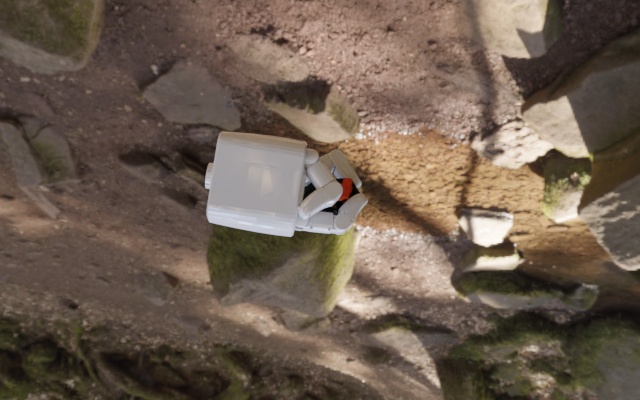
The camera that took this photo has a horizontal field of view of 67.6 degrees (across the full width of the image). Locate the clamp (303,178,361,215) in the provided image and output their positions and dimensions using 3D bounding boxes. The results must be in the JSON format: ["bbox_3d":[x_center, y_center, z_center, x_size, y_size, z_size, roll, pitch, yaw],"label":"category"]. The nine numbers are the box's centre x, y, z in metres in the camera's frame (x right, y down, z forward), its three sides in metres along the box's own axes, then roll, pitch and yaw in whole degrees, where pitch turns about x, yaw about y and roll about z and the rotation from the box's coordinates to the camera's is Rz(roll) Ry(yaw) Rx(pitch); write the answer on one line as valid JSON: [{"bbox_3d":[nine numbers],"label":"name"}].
[{"bbox_3d":[0.000,0.003,0.676,0.120,0.039,0.171,8,-19,-5],"label":"clamp"}]
